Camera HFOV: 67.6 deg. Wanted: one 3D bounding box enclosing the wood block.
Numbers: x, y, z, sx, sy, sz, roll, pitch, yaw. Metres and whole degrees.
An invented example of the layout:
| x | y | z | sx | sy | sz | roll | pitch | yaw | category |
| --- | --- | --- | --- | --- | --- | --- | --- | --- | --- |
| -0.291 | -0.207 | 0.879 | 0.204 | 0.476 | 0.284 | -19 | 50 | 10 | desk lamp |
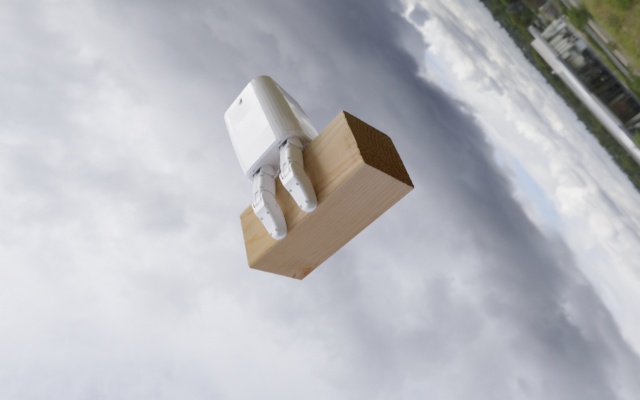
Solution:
| x | y | z | sx | sy | sz | roll | pitch | yaw | category |
| --- | --- | --- | --- | --- | --- | --- | --- | --- | --- |
| 0.000 | 0.002 | 0.592 | 0.091 | 0.090 | 0.206 | 20 | -51 | -39 | wood block |
